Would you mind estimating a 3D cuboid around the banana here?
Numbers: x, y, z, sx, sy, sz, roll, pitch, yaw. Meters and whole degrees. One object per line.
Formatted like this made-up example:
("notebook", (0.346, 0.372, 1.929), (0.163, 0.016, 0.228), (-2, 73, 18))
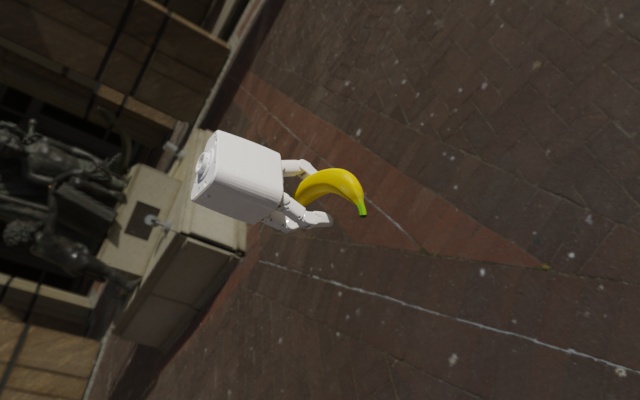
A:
("banana", (0.007, -0.015, 0.738), (0.037, 0.069, 0.198), (18, -7, -31))
